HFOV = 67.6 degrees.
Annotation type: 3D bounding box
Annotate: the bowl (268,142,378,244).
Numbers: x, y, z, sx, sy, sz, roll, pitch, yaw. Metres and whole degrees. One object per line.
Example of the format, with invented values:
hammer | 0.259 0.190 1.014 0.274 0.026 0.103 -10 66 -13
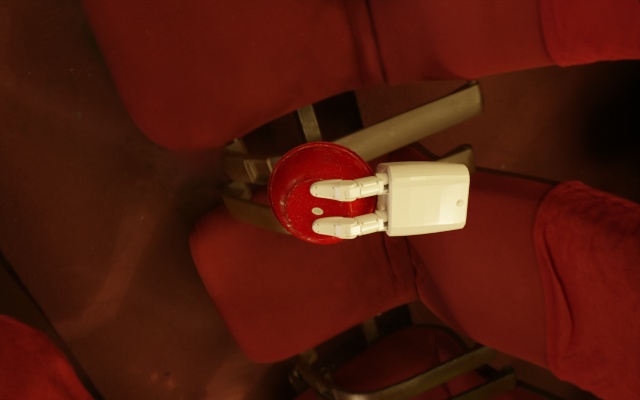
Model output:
bowl | -0.001 0.003 0.670 0.162 0.162 0.055 0 24 7
